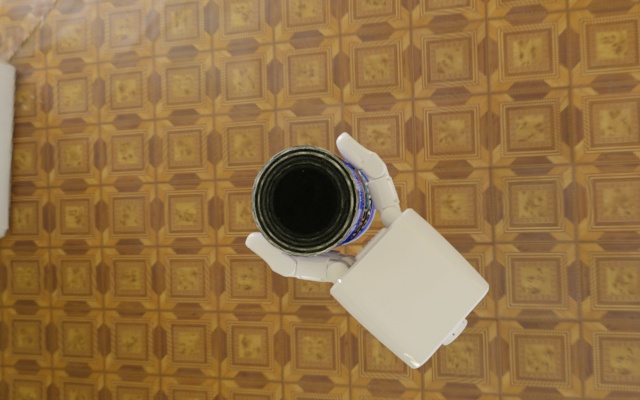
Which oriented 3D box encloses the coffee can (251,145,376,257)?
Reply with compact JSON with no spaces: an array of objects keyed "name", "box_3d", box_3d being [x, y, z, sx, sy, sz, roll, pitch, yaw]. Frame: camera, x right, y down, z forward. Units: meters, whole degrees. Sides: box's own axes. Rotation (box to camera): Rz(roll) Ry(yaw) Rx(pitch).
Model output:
[{"name":"coffee can","box_3d":[0.000,0.001,0.502,0.103,0.103,0.140,0,-1,13]}]
